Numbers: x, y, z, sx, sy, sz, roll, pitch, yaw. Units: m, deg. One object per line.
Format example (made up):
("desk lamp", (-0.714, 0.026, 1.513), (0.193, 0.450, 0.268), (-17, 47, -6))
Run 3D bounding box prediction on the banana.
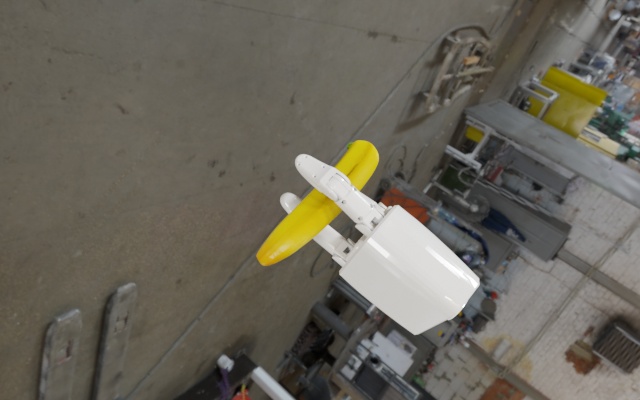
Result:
("banana", (0.011, -0.007, 0.491), (0.197, 0.037, 0.070), (-49, 7, -35))
